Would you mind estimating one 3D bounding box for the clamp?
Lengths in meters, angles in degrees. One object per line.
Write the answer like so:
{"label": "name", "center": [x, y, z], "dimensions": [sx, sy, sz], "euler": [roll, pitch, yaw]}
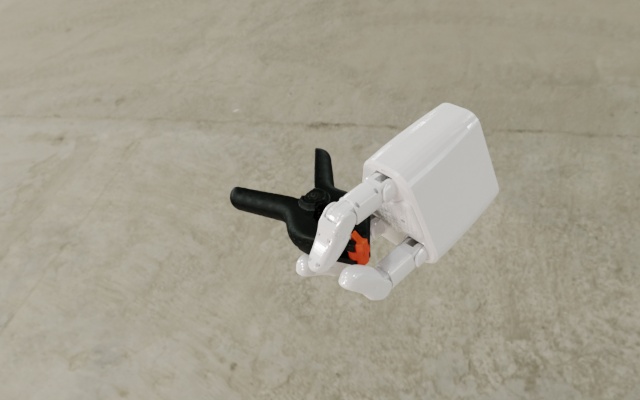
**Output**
{"label": "clamp", "center": [0.000, 0.001, 0.473], "dimensions": [0.120, 0.039, 0.171], "euler": [-39, 48, -21]}
